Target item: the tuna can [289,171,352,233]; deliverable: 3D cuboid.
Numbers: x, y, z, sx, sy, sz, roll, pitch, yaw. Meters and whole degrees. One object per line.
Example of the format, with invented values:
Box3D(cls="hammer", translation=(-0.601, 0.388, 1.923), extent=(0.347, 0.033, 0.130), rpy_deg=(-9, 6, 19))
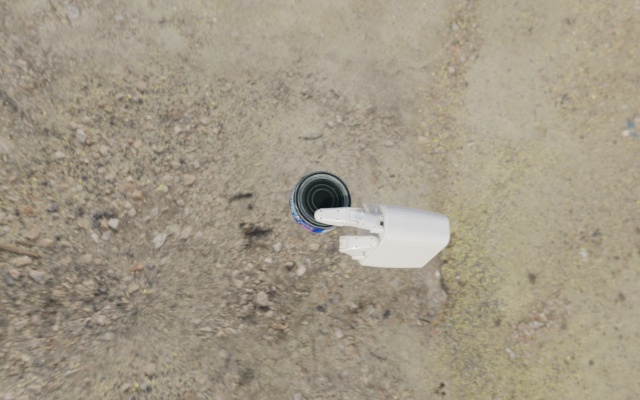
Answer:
Box3D(cls="tuna can", translation=(0.000, 0.002, 0.679), extent=(0.086, 0.086, 0.034), rpy_deg=(0, -13, -15))
